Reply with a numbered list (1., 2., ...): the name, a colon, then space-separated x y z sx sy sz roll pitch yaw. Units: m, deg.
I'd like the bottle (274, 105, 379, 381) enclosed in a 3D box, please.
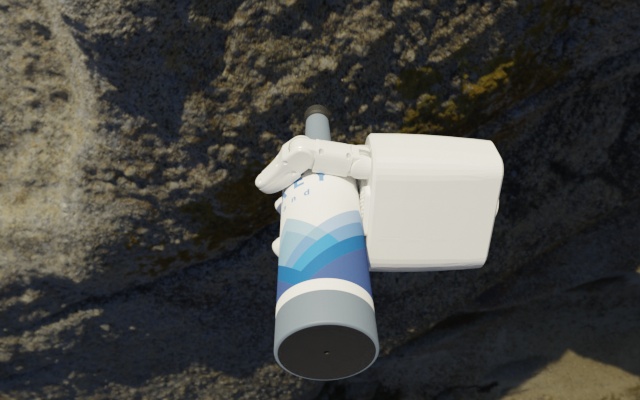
1. bottle: 0.000 0.001 0.411 0.069 0.069 0.295 0 40 -2
